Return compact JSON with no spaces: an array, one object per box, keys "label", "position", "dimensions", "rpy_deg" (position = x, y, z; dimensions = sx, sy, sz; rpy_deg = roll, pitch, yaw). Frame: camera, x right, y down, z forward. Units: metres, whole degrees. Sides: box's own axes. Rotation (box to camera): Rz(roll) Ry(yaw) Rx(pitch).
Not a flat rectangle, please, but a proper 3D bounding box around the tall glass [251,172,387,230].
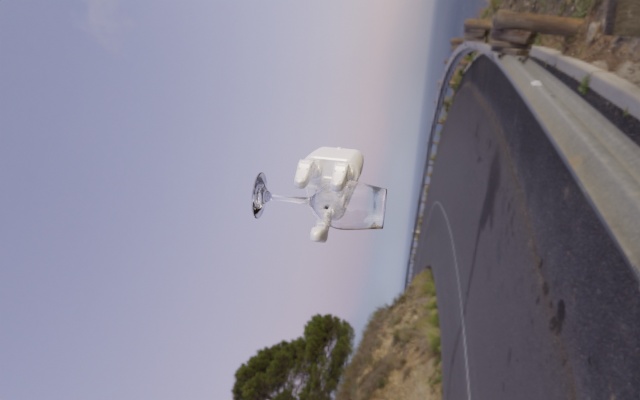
[{"label":"tall glass","position":[-0.001,0.002,0.741],"dimensions":[0.201,0.079,0.079],"rpy_deg":[6,1,10]}]
